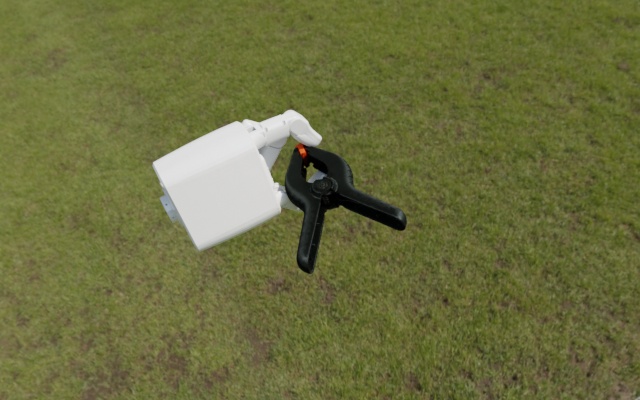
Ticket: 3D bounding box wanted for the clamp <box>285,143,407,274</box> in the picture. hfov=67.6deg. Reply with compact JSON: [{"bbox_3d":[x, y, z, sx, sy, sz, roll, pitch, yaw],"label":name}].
[{"bbox_3d":[0.000,0.001,0.528,0.120,0.039,0.171,-27,47,-15],"label":"clamp"}]
